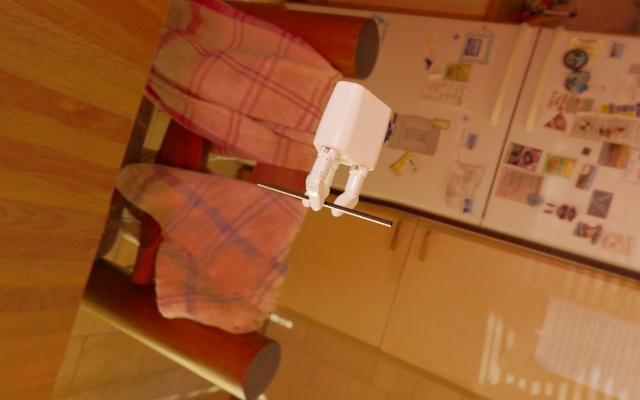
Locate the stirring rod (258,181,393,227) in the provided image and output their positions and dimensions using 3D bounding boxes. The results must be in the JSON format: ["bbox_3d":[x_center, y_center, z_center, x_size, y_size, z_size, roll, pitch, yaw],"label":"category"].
[{"bbox_3d":[0.000,0.002,0.743,0.239,0.011,0.011,17,8,27],"label":"stirring rod"}]
